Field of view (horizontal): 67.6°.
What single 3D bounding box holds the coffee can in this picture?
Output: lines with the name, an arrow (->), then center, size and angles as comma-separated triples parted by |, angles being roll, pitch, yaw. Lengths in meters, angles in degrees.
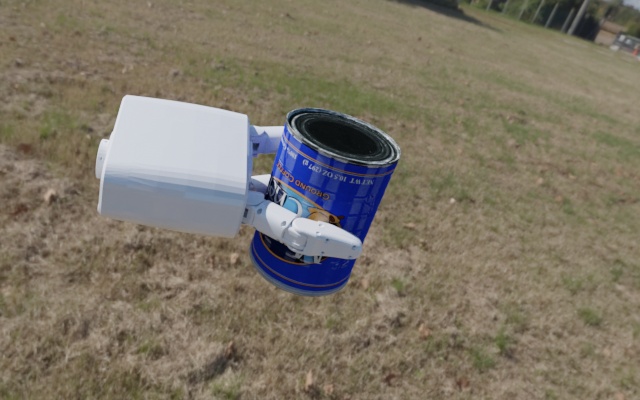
coffee can -> 0.000, 0.002, 0.436 | 0.103, 0.140, 0.102 | 15, 29, -8
